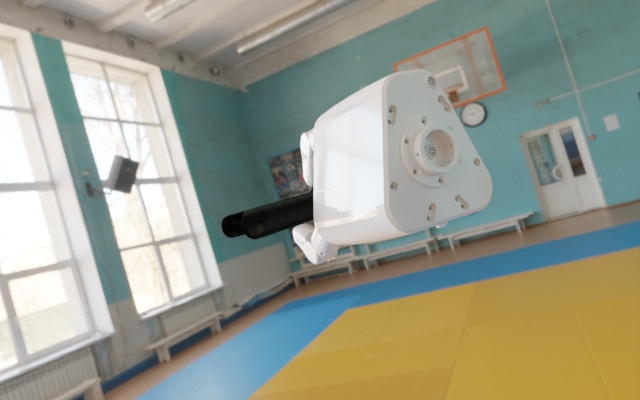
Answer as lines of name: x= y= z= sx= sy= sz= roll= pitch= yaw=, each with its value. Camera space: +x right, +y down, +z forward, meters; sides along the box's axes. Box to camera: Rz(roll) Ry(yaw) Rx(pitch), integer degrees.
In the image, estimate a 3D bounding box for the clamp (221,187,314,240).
clamp: x=0.000 y=0.001 z=0.486 sx=0.210 sy=0.036 sz=0.164 roll=-16 pitch=2 yaw=-25
